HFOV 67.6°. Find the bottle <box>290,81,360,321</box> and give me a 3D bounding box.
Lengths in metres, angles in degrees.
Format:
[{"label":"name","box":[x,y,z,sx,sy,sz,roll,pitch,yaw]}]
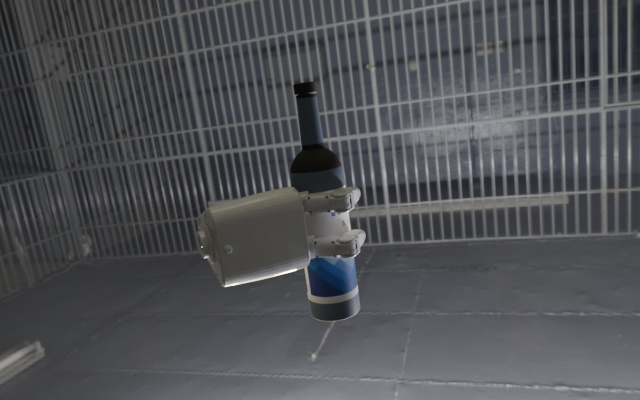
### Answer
[{"label":"bottle","box":[0.000,0.002,0.602,0.069,0.296,0.069,-7,12,2]}]
